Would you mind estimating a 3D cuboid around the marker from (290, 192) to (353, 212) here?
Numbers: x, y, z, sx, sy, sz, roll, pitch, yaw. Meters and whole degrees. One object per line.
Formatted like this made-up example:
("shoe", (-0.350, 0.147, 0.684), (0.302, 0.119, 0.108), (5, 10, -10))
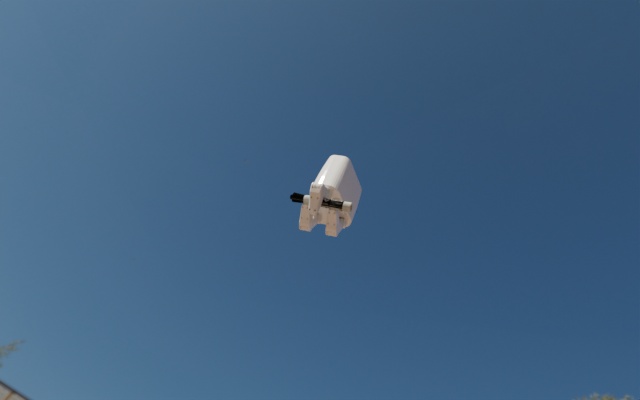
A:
("marker", (0.000, 0.003, 0.899), (0.121, 0.020, 0.020), (10, 3, 16))
